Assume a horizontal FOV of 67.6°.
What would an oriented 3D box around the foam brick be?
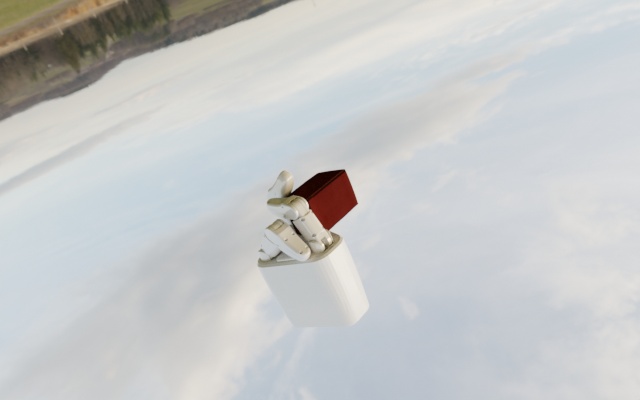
[{"bbox_3d":[0.000,0.002,0.609,0.053,0.051,0.078,-2,30,48],"label":"foam brick"}]
